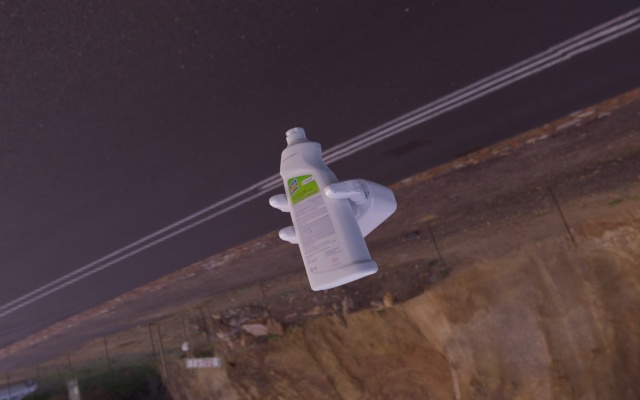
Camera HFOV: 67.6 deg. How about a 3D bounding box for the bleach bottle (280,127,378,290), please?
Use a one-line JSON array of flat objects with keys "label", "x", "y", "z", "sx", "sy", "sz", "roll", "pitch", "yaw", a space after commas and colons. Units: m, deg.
[{"label": "bleach bottle", "x": 0.000, "y": 0.002, "z": 0.727, "sx": 0.102, "sy": 0.250, "sz": 0.068, "roll": -25, "pitch": -17, "yaw": 28}]
